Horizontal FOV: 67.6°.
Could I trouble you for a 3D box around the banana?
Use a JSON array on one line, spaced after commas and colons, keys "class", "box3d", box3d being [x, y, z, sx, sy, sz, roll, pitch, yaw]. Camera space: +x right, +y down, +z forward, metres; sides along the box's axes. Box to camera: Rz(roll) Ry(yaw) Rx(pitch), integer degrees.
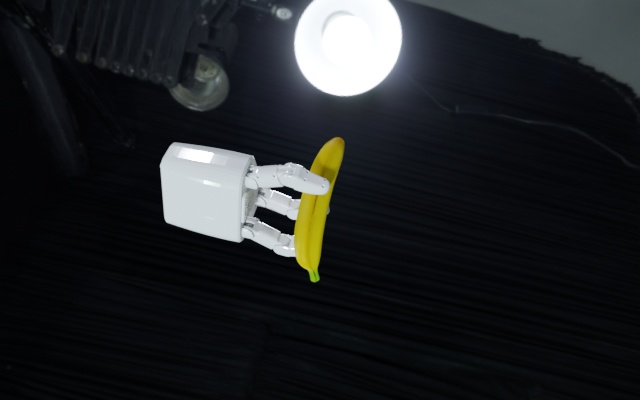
[{"class": "banana", "box3d": [-0.003, 0.000, 0.608, 0.037, 0.197, 0.070, 10, -13, 10]}]
